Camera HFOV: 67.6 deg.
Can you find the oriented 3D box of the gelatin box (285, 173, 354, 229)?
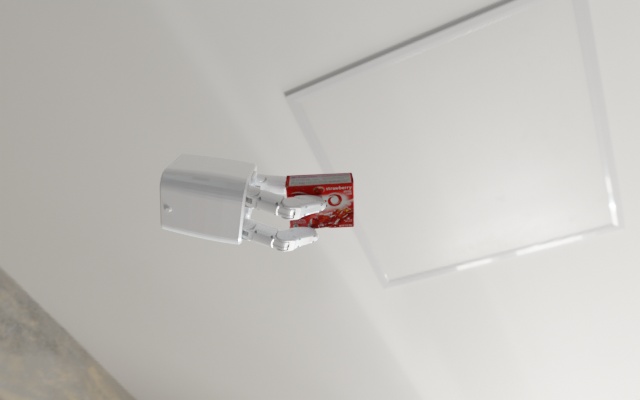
[{"bbox_3d":[0.000,0.002,0.638,0.089,0.073,0.030,-3,36,1],"label":"gelatin box"}]
